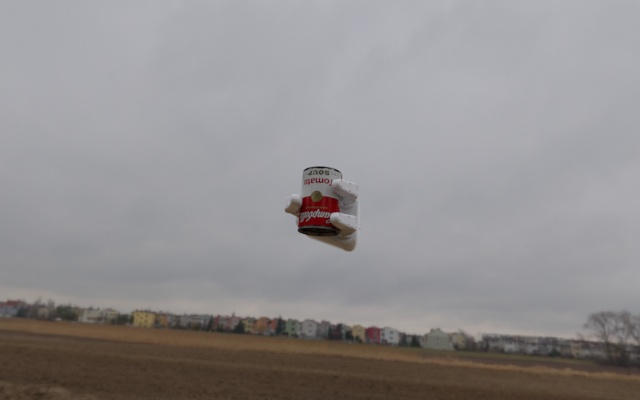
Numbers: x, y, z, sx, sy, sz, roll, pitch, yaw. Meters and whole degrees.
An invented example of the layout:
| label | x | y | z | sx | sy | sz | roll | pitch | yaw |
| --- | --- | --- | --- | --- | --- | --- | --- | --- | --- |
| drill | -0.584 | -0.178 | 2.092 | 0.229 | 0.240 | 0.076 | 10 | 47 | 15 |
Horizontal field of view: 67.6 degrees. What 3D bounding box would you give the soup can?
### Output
| label | x | y | z | sx | sy | sz | roll | pitch | yaw |
| --- | --- | --- | --- | --- | --- | --- | --- | --- | --- |
| soup can | 0.000 | 0.002 | 0.781 | 0.068 | 0.102 | 0.068 | 4 | -16 | 1 |
